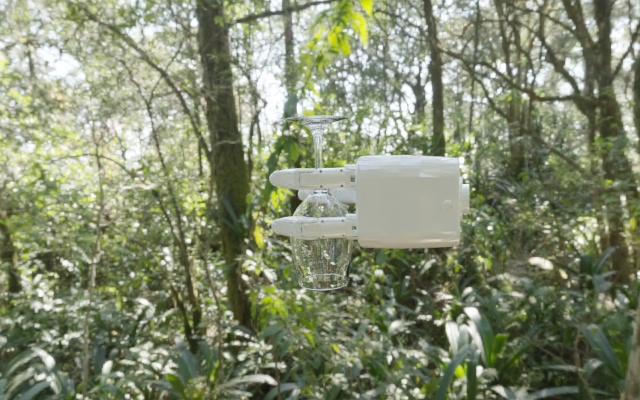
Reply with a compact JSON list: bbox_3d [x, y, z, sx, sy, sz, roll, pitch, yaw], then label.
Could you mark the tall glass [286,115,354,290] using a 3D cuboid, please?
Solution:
[{"bbox_3d":[0.000,0.001,0.572,0.079,0.201,0.079,-2,7,0],"label":"tall glass"}]
